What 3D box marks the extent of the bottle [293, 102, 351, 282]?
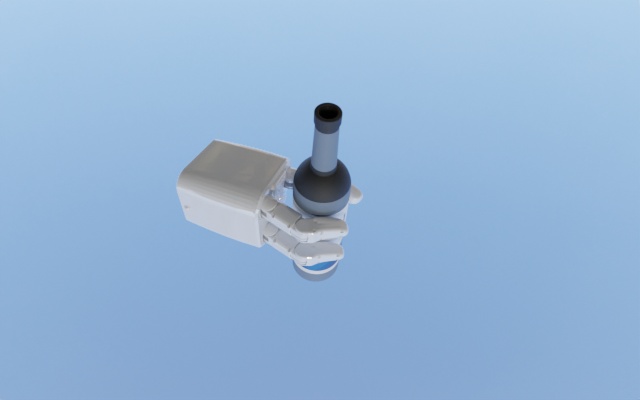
[{"bbox_3d":[0.000,0.002,0.572,0.069,0.069,0.296,0,-36,-4],"label":"bottle"}]
